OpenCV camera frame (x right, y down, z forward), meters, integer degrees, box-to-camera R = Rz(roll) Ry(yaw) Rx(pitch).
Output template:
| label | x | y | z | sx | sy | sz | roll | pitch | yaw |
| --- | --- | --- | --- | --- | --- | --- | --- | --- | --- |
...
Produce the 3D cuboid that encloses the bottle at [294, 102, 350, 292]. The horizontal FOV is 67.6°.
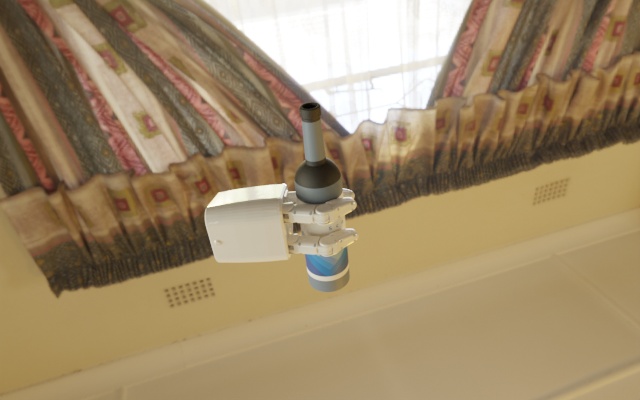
| label | x | y | z | sx | sy | sz | roll | pitch | yaw |
| --- | --- | --- | --- | --- | --- | --- | --- | --- | --- |
| bottle | 0.000 | 0.002 | 0.686 | 0.069 | 0.296 | 0.069 | -4 | 34 | 3 |
